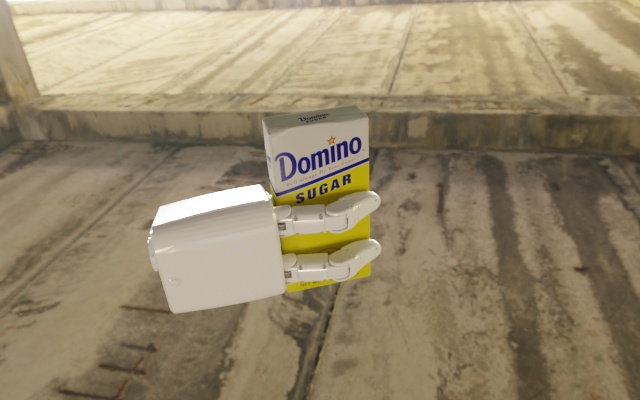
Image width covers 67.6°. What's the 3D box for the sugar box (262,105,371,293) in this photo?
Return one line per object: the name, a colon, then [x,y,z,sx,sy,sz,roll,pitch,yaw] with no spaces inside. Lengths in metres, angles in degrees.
sugar box: [0.000,0.002,0.468,0.093,0.176,0.048,-11,31,-11]
